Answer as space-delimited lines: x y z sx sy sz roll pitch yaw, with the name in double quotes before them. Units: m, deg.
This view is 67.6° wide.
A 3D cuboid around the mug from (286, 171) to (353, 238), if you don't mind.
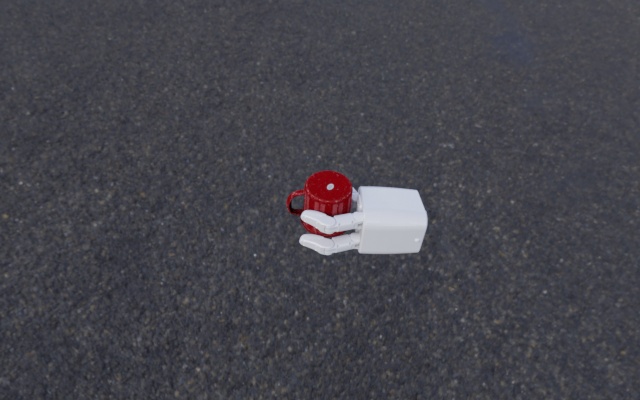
"mug" -0.001 0.002 0.822 0.117 0.093 0.082 1 -45 -3
